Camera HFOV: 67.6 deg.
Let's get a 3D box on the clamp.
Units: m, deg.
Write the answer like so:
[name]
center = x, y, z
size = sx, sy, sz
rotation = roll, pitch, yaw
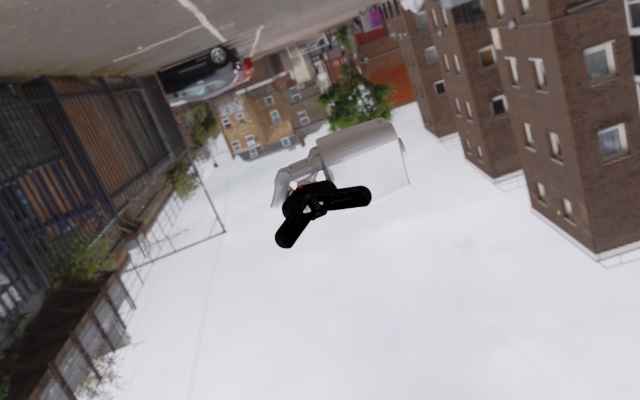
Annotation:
[clamp]
center = 0.000, 0.003, 0.601
size = 0.120, 0.039, 0.171
rotation = -21, 17, 2
